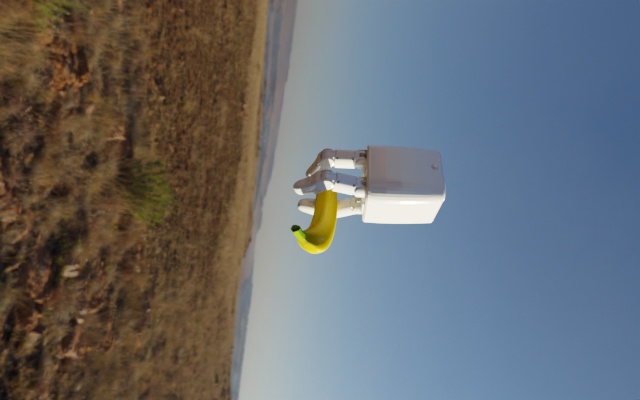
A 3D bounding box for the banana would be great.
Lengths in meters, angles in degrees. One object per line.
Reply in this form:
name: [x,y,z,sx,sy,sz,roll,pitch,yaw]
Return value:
banana: [0.002,0.020,0.675,0.037,0.070,0.197,-2,25,12]
